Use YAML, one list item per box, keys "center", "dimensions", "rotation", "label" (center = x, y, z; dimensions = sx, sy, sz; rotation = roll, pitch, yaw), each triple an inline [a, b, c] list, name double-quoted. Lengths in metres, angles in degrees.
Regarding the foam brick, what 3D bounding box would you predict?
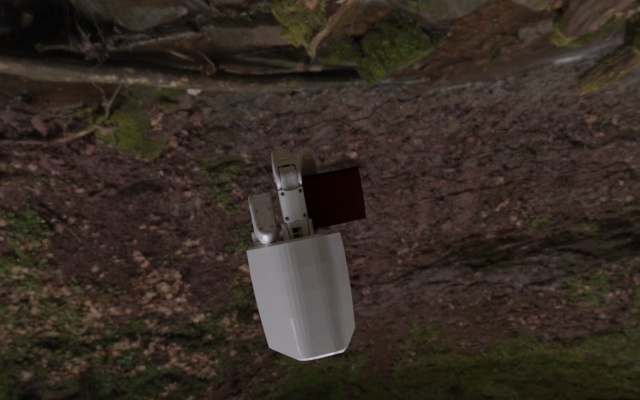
- center: [0.000, 0.001, 0.472]
  dimensions: [0.078, 0.051, 0.053]
  rotation: [-11, -4, -8]
  label: "foam brick"
